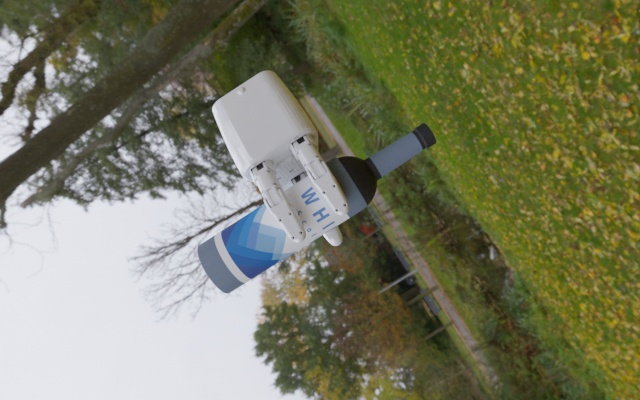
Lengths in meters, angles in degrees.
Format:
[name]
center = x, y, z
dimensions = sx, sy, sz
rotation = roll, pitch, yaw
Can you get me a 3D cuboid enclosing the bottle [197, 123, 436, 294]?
[bottle]
center = 0.000, 0.002, 0.550
dimensions = 0.296, 0.069, 0.069
rotation = -32, -2, 3
